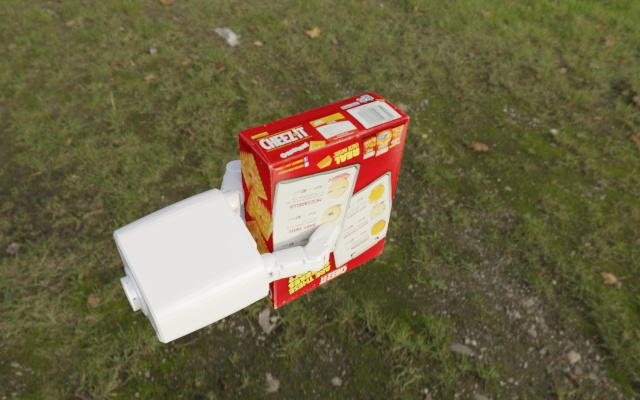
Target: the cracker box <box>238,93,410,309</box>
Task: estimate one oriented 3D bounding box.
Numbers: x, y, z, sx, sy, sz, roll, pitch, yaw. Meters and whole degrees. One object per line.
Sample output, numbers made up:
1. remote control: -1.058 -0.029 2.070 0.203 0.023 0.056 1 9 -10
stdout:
1. cracker box: 0.000 0.002 0.533 0.164 0.214 0.072 -23 50 -26
